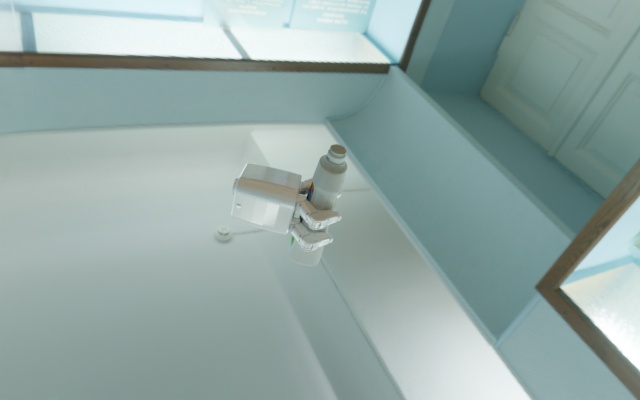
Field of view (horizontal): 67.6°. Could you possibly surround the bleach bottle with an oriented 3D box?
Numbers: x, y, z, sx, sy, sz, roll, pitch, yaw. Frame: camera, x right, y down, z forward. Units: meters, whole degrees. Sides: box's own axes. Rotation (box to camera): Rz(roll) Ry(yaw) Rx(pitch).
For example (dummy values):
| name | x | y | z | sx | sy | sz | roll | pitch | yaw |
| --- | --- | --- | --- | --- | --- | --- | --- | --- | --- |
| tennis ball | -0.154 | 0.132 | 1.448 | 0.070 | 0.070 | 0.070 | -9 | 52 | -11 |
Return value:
| name | x | y | z | sx | sy | sz | roll | pitch | yaw |
| --- | --- | --- | --- | --- | --- | --- | --- | --- | --- |
| bleach bottle | 0.000 | 0.003 | 0.870 | 0.068 | 0.251 | 0.102 | 15 | 39 | -4 |
